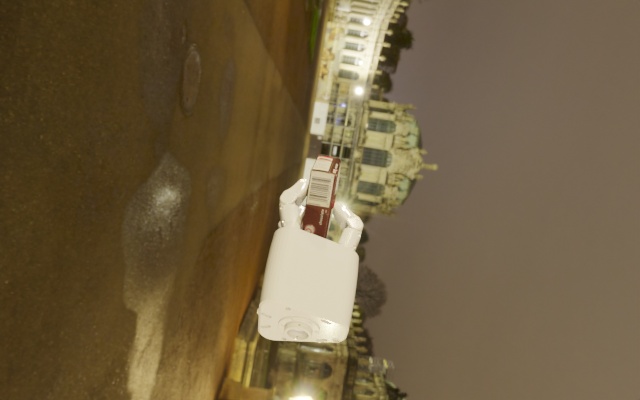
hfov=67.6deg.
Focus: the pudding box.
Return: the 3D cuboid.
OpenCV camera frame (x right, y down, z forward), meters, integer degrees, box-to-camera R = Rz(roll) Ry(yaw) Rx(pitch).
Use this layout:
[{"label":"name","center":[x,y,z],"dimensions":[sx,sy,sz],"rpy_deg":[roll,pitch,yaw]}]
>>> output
[{"label":"pudding box","center":[0.000,0.002,0.663],"dimensions":[0.039,0.113,0.090],"rpy_deg":[12,19,1]}]
